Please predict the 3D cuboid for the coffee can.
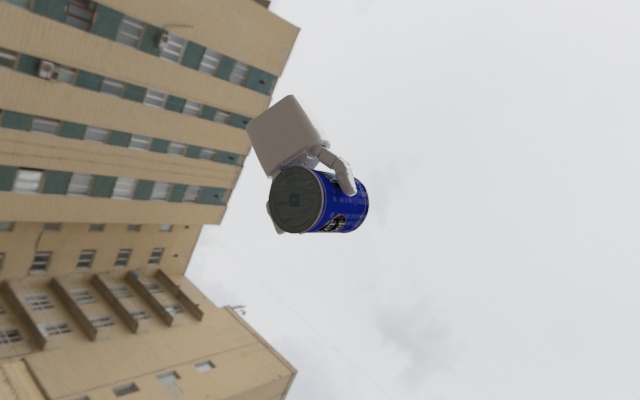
[{"bbox_3d":[0.000,0.003,0.773,0.103,0.103,0.140,0,-3,36],"label":"coffee can"}]
